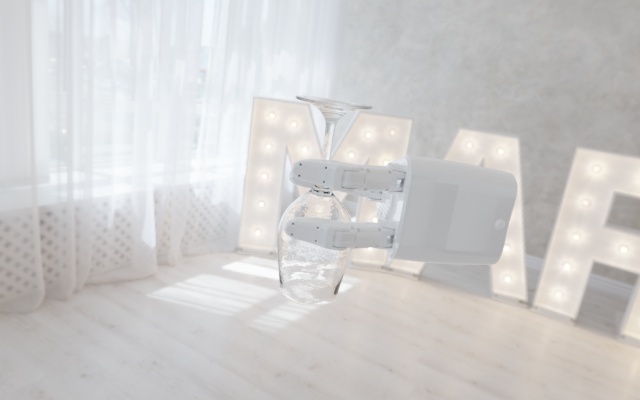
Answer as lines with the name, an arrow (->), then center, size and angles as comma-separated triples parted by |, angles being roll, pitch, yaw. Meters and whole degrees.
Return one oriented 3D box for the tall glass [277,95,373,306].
tall glass -> 0.000, 0.001, 0.477 | 0.079, 0.201, 0.079 | 8, 15, -2
